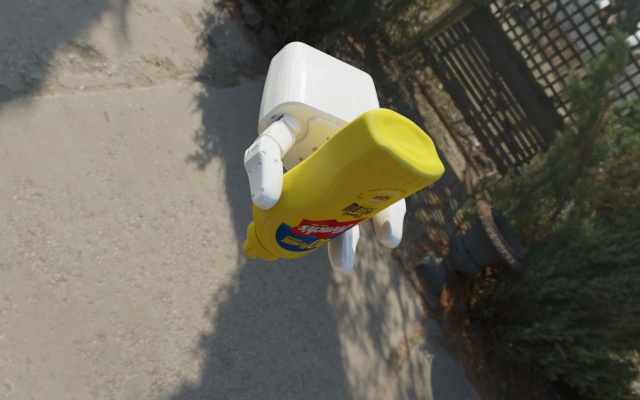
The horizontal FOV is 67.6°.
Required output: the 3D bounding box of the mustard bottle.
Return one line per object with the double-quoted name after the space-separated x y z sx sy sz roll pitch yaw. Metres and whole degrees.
0.000 0.001 0.400 0.192 0.058 0.096 -33 -27 32 "mustard bottle"
